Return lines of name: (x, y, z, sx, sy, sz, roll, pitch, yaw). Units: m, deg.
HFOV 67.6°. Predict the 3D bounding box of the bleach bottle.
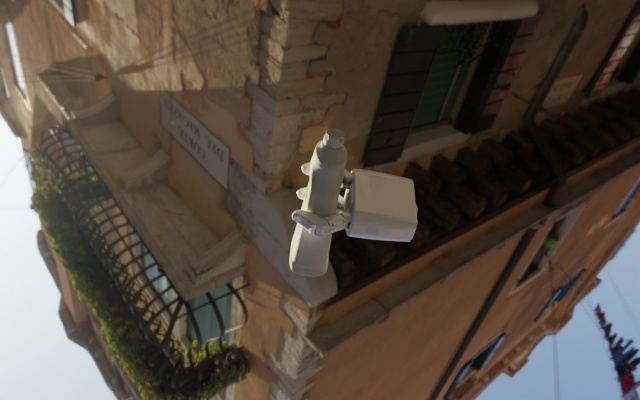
bleach bottle: (0.000, 0.003, 0.780, 0.068, 0.251, 0.102, 8, 37, -6)
